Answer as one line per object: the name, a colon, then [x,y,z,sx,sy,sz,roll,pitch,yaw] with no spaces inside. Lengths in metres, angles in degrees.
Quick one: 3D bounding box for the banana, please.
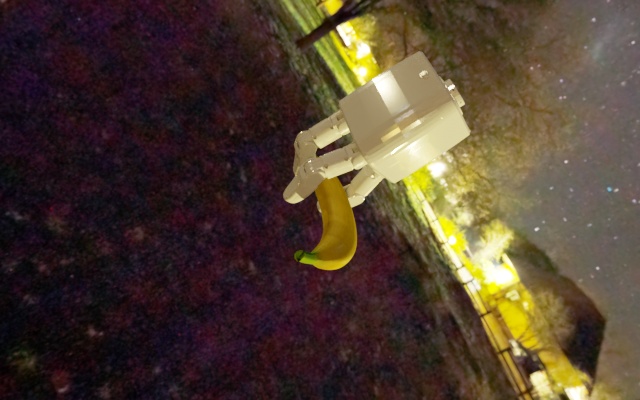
banana: [0.011,0.016,0.535,0.037,0.070,0.197,-33,26,20]
